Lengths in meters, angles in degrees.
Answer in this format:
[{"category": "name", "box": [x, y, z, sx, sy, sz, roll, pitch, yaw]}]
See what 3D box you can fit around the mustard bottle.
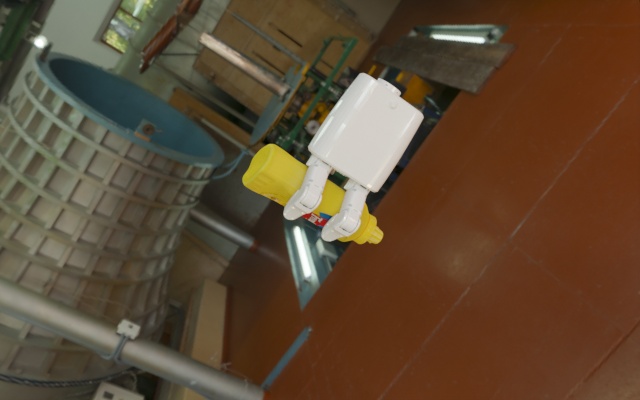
[{"category": "mustard bottle", "box": [0.000, 0.002, 0.601, 0.192, 0.058, 0.096, 31, -16, -18]}]
